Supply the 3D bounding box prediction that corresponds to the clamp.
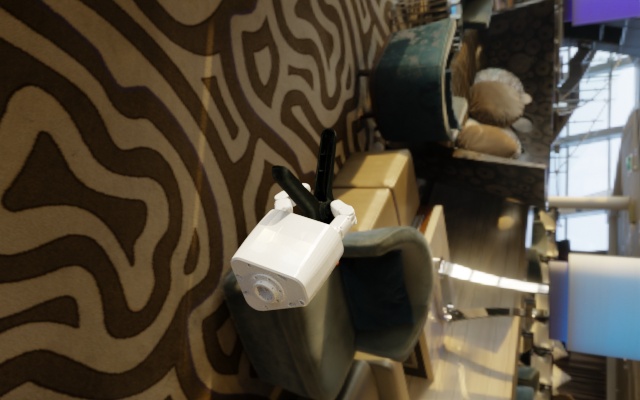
[{"bbox_3d":[0.001,0.003,0.729,0.036,0.210,0.164,3,35,30],"label":"clamp"}]
